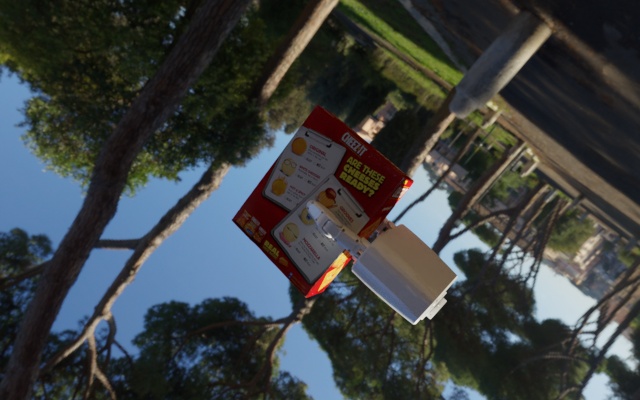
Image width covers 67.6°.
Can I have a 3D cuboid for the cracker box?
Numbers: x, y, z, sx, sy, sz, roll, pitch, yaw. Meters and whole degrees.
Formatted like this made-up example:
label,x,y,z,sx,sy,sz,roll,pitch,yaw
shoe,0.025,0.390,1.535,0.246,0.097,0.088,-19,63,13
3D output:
label,x,y,z,sx,sy,sz,roll,pitch,yaw
cracker box,0.000,0.002,0.680,0.164,0.214,0.072,43,14,18
